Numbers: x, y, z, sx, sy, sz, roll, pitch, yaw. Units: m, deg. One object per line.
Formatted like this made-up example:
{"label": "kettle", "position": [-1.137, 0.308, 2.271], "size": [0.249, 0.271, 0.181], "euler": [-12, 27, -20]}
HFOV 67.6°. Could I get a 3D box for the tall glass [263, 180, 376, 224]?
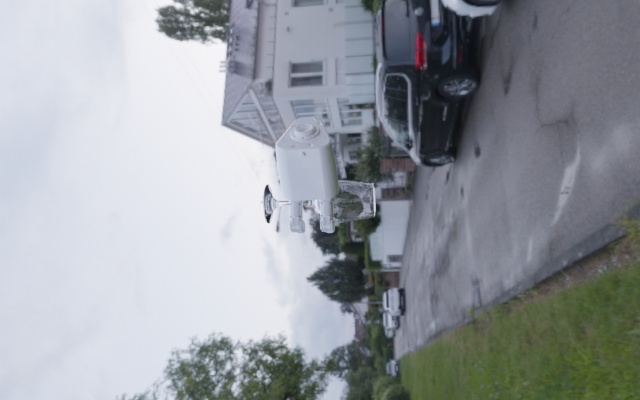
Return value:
{"label": "tall glass", "position": [-0.001, 0.003, 0.881], "size": [0.201, 0.079, 0.079], "euler": [-2, 0, 7]}
